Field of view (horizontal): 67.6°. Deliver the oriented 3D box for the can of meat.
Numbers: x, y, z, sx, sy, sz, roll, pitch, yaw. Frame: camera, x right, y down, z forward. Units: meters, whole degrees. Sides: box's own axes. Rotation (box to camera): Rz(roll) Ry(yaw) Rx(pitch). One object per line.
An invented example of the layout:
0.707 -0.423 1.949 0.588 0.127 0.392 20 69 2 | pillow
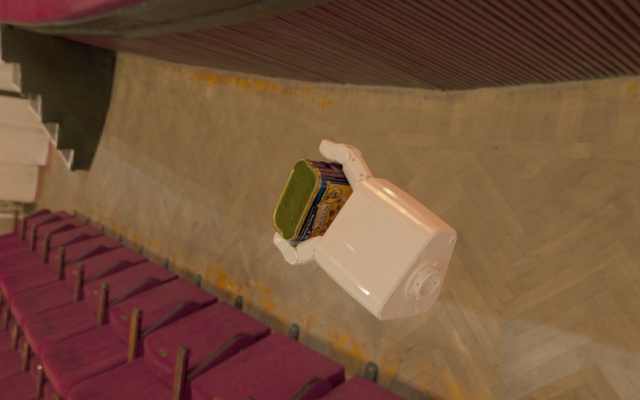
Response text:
0.000 0.002 0.571 0.084 0.102 0.057 4 30 -42 | can of meat
